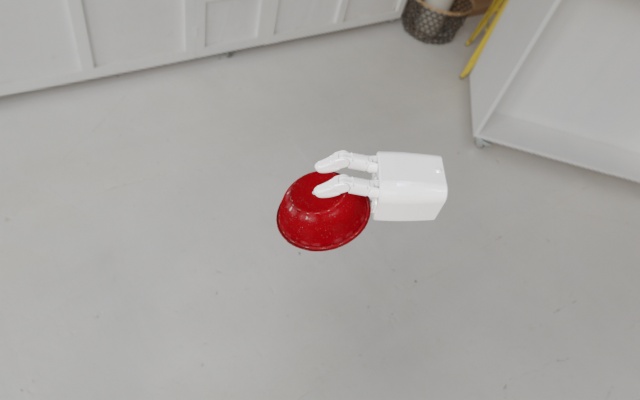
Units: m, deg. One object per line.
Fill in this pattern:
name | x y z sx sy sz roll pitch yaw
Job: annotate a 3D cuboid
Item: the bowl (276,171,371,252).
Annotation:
bowl | -0.001 0.003 0.783 0.162 0.162 0.055 0 -40 13
